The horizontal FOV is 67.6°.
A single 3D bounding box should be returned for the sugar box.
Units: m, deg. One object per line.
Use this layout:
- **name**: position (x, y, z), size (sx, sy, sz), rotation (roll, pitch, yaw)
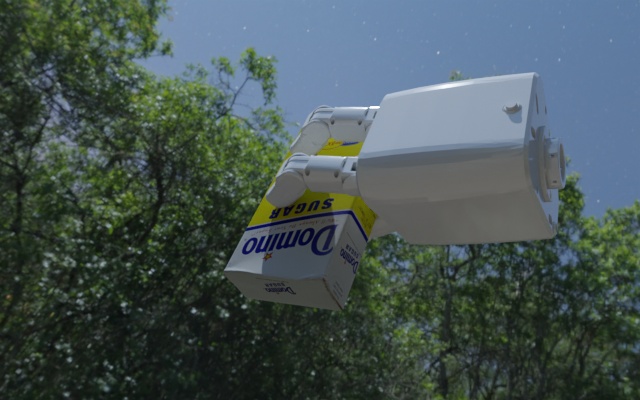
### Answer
- **sugar box**: position (0.000, 0.001, 0.400), size (0.093, 0.176, 0.048), rotation (-1, -43, 31)
